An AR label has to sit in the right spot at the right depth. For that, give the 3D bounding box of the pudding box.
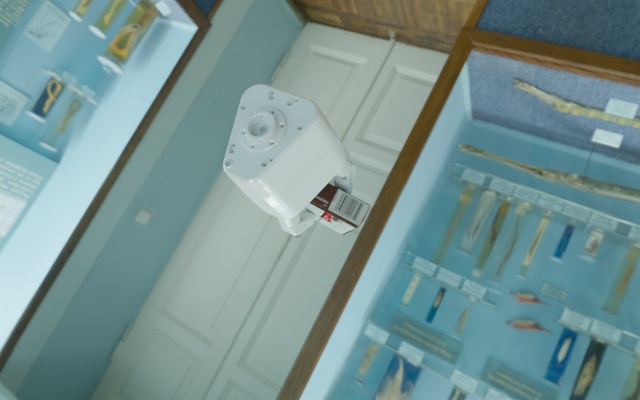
[{"bbox_3d":[0.000,0.002,0.638,0.113,0.039,0.090,30,-12,-3],"label":"pudding box"}]
